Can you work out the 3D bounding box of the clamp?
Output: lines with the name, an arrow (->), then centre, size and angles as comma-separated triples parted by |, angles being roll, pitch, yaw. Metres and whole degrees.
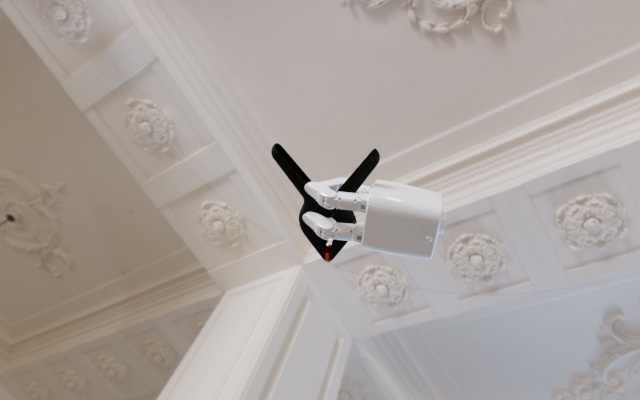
clamp -> 0.001, 0.003, 0.755 | 0.164, 0.210, 0.036 | 11, 32, 11
